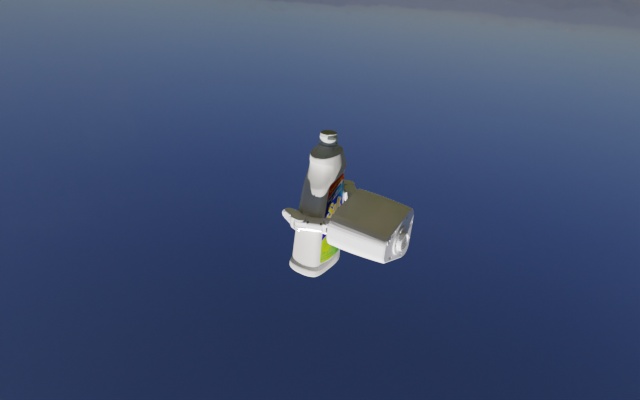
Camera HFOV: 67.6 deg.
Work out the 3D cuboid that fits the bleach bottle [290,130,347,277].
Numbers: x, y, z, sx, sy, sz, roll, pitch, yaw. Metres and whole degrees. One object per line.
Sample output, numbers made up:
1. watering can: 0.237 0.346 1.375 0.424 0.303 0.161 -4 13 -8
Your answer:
1. bleach bottle: 0.000 0.003 0.838 0.068 0.251 0.102 20 29 29
